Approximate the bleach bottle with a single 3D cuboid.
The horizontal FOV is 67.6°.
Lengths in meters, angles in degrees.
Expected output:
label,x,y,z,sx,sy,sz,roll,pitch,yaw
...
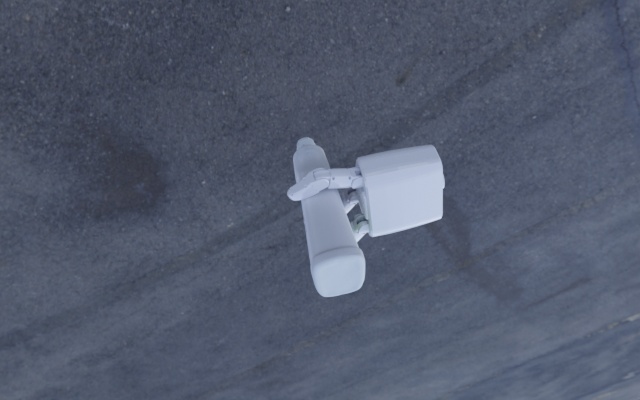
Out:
label,x,y,z,sx,sy,sz,roll,pitch,yaw
bleach bottle,0.000,0.002,0.673,0.068,0.250,0.103,-12,-37,-3
